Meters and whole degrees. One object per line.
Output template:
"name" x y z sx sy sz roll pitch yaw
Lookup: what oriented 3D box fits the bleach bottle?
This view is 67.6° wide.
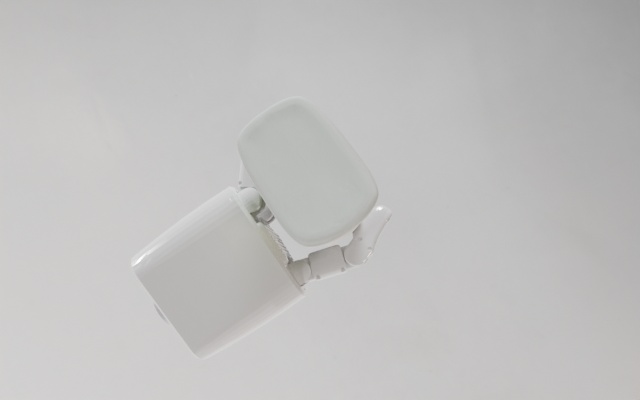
"bleach bottle" 0.000 0.001 0.426 0.068 0.102 0.251 -34 -12 -2
